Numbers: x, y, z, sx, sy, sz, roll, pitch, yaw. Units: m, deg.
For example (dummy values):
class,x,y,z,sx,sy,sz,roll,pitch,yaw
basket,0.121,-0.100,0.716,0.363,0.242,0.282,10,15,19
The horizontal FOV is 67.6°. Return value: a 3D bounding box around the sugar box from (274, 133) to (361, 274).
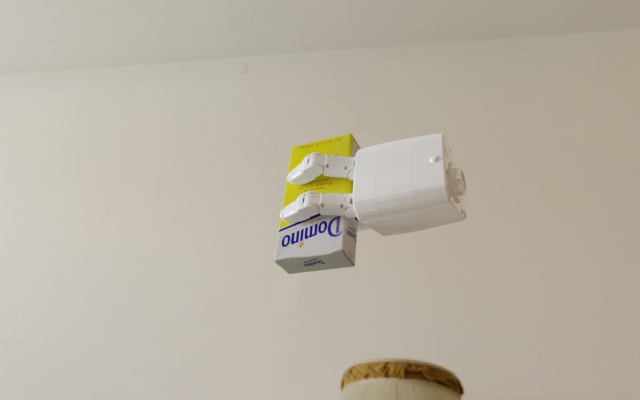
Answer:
class,x,y,z,sx,sy,sz,roll,pitch,yaw
sugar box,0.000,0.002,0.609,0.093,0.176,0.048,-11,-38,24
